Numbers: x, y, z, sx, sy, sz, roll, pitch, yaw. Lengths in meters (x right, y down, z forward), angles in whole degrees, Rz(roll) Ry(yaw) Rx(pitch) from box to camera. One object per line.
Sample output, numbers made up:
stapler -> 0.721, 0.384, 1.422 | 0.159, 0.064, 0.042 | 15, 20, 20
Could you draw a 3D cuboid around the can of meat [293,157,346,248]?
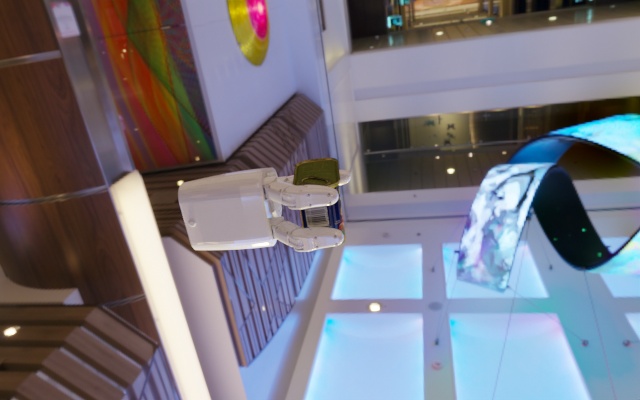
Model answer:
can of meat -> 0.000, 0.002, 0.609 | 0.057, 0.084, 0.102 | -7, 24, 3
